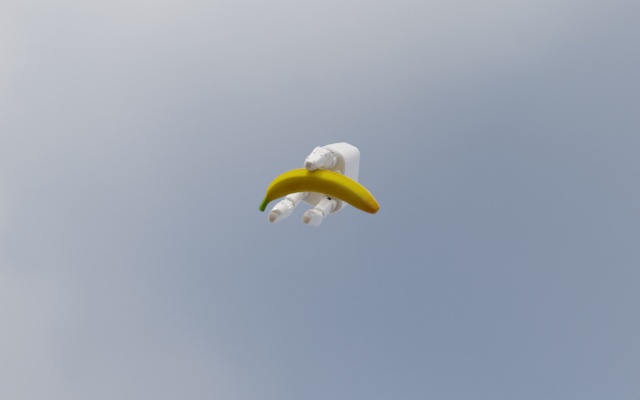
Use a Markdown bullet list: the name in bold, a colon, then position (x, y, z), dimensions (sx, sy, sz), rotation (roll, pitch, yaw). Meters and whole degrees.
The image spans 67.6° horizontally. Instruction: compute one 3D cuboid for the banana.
- **banana**: position (-0.004, -0.016, 0.747), dimensions (0.198, 0.069, 0.037), rotation (1, 8, 21)
